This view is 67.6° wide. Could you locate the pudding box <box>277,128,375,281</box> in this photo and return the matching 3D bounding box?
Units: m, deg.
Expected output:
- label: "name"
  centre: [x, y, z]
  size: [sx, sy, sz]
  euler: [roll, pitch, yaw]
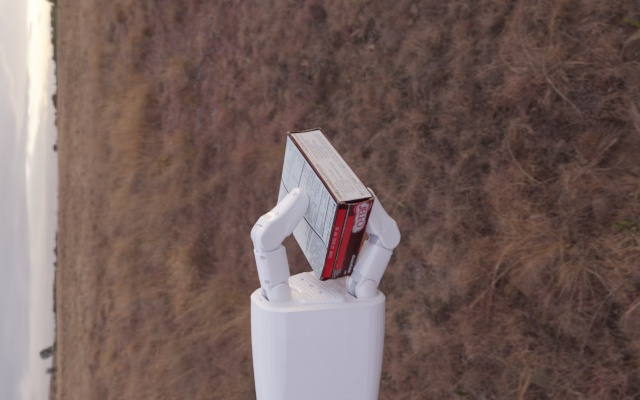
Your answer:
- label: "pudding box"
  centre: [0.000, 0.001, 0.430]
  size: [0.039, 0.090, 0.113]
  euler: [-9, 42, -26]
